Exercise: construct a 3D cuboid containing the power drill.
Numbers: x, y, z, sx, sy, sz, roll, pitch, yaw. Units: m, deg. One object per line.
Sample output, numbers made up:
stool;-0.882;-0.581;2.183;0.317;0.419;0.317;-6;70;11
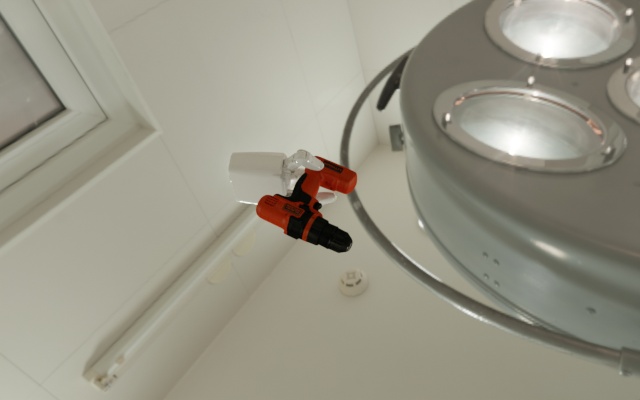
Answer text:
power drill;0.000;0.003;0.887;0.184;0.057;0.187;25;44;11
